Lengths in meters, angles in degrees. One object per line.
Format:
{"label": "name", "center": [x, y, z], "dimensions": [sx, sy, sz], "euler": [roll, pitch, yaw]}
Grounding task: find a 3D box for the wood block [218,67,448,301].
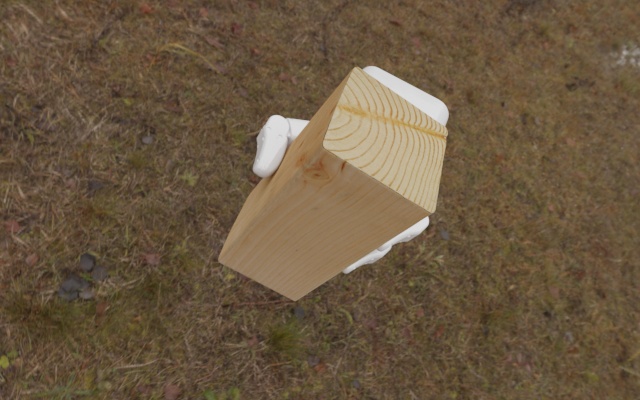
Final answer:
{"label": "wood block", "center": [0.000, 0.001, 0.407], "dimensions": [0.091, 0.090, 0.206], "euler": [31, -39, -13]}
